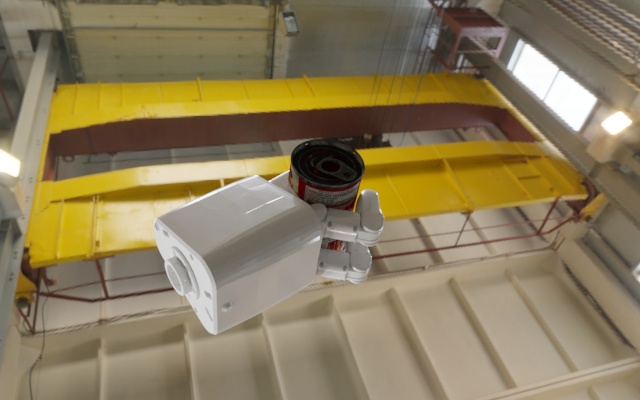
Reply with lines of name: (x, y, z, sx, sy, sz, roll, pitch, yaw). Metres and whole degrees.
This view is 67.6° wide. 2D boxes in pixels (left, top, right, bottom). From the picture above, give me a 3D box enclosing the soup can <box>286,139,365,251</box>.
soup can: (0.000, 0.001, 0.463, 0.068, 0.102, 0.068, 6, 43, -5)
